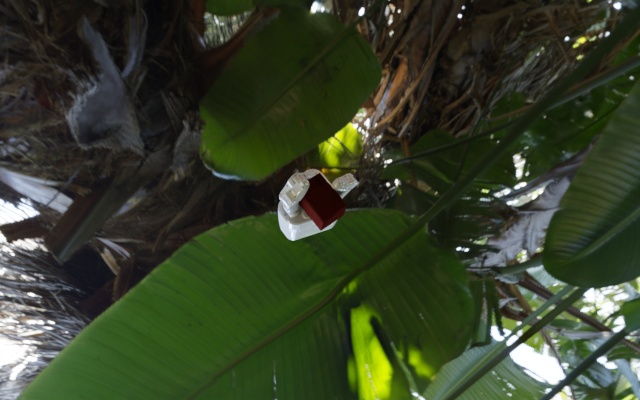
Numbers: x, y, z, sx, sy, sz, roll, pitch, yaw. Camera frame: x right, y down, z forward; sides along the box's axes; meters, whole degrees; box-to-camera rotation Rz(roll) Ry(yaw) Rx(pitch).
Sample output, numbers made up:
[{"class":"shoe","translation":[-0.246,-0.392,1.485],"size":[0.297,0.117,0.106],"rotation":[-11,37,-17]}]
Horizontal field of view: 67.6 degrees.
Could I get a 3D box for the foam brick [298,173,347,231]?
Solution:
[{"class":"foam brick","translation":[0.000,0.003,0.820],"size":[0.053,0.078,0.051],"rotation":[-34,-16,-17]}]
